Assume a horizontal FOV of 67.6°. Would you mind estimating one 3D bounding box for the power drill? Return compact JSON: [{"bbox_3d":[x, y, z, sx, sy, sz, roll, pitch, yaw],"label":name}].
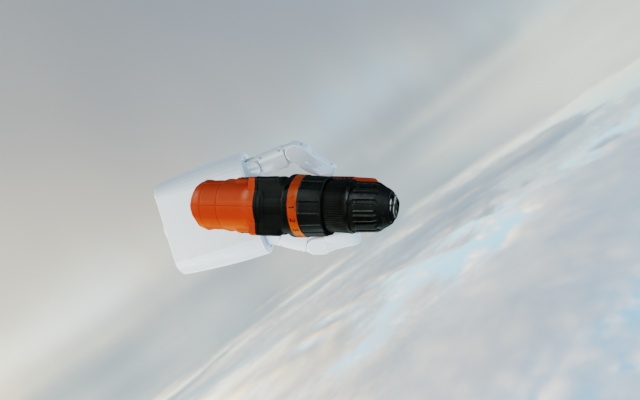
[{"bbox_3d":[0.000,0.002,0.461,0.184,0.057,0.187,2,1,22],"label":"power drill"}]
